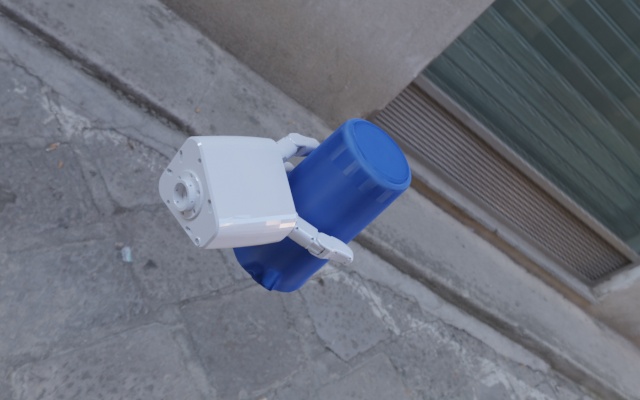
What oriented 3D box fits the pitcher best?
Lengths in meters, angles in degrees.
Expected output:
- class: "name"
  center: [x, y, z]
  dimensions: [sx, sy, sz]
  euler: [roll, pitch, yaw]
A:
- class: "pitcher"
  center: [0.000, 0.002, 0.633]
  dimensions: [0.145, 0.149, 0.243]
  euler: [-1, -34, -48]
